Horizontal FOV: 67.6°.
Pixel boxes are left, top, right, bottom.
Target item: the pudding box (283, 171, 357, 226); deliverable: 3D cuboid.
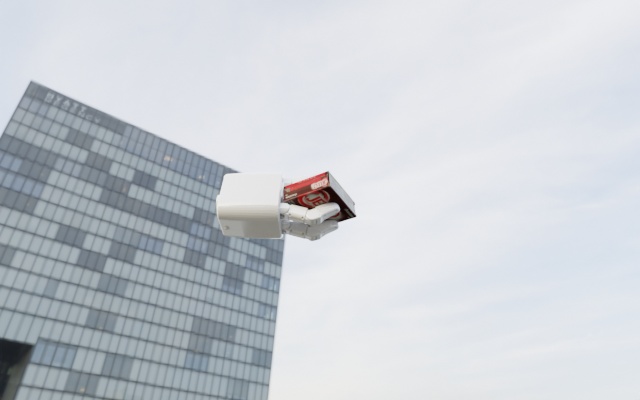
[{"bbox_3d":[0.000,0.003,0.839,0.090,0.039,0.113,-18,-35,22],"label":"pudding box"}]
